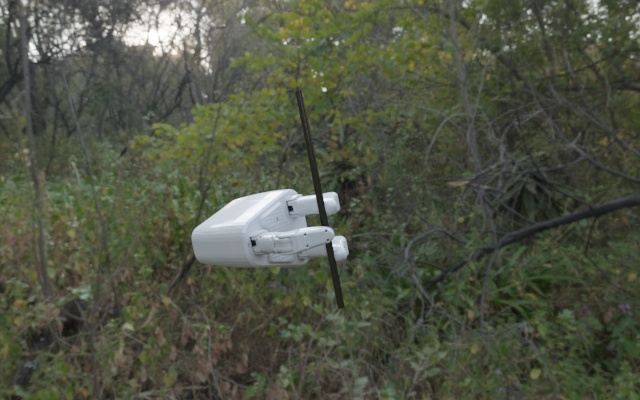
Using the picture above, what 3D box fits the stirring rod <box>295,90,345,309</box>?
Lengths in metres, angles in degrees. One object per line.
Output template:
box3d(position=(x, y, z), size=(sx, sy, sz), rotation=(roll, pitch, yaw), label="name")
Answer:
box3d(position=(0.000, 0.002, 0.518), size=(0.011, 0.239, 0.011), rotation=(-11, 6, 1), label="stirring rod")
